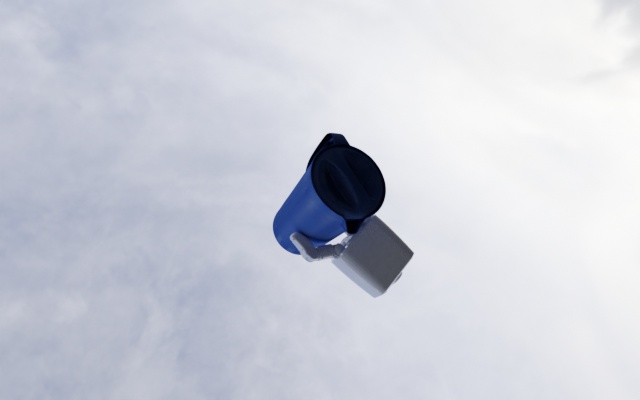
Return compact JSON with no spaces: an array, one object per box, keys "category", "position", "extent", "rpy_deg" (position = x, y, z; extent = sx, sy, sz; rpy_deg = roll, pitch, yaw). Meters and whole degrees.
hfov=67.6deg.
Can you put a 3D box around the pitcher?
[{"category":"pitcher","position":[0.000,0.003,0.853],"extent":[0.149,0.145,0.243],"rpy_deg":[-50,3,-34]}]
